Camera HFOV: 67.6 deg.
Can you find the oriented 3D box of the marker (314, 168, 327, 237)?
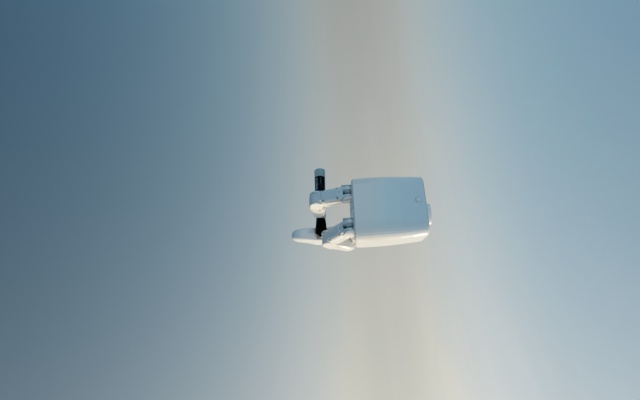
[{"bbox_3d":[0.000,0.003,0.783,0.020,0.121,0.020,-1,-28,-1],"label":"marker"}]
